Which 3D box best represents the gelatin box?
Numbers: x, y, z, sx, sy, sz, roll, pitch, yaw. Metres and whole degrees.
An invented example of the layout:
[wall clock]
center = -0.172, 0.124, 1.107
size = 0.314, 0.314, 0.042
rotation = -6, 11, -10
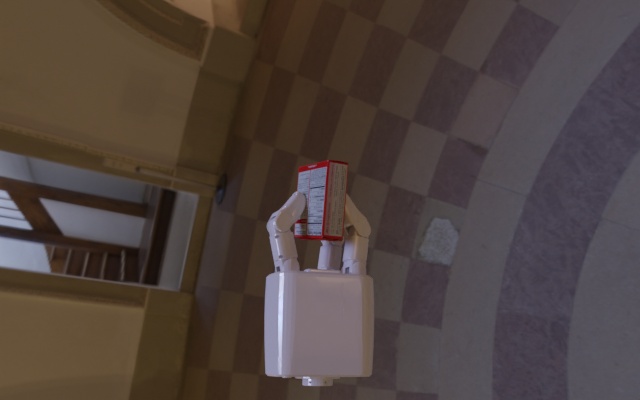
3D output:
[gelatin box]
center = 0.000, 0.001, 0.551
size = 0.030, 0.089, 0.073
rotation = 6, -6, -28
